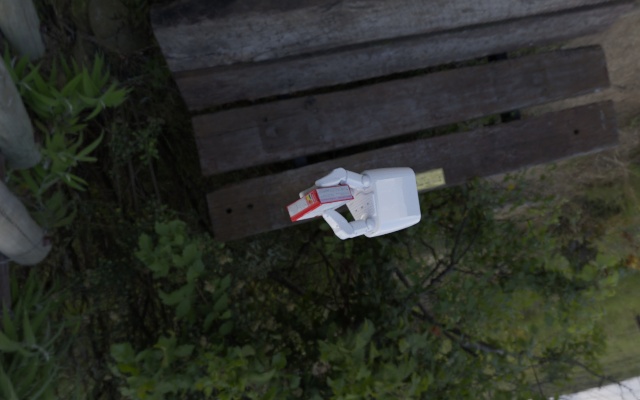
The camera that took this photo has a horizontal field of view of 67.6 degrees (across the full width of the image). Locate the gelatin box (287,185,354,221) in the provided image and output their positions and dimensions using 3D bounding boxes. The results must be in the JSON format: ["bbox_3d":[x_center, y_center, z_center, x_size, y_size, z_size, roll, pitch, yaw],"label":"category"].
[{"bbox_3d":[0.000,0.003,0.793,0.073,0.030,0.089,-30,-13,40],"label":"gelatin box"}]
